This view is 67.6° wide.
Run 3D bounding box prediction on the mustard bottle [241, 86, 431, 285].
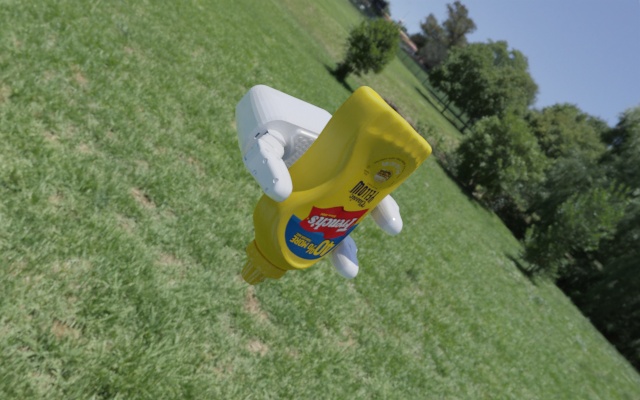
[{"bbox_3d":[0.000,0.001,0.401,0.096,0.192,0.058,26,23,-53],"label":"mustard bottle"}]
